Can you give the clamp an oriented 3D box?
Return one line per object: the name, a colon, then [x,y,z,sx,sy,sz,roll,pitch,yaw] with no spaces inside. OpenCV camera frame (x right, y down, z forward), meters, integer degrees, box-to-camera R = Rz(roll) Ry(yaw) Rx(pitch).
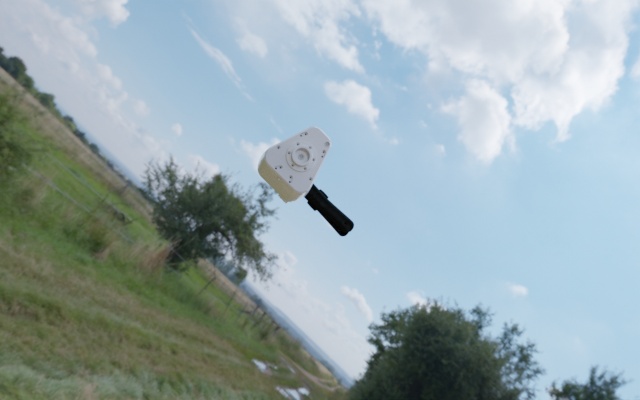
clamp: [0.000,0.002,0.880,0.171,0.039,0.120,44,-12,-4]
